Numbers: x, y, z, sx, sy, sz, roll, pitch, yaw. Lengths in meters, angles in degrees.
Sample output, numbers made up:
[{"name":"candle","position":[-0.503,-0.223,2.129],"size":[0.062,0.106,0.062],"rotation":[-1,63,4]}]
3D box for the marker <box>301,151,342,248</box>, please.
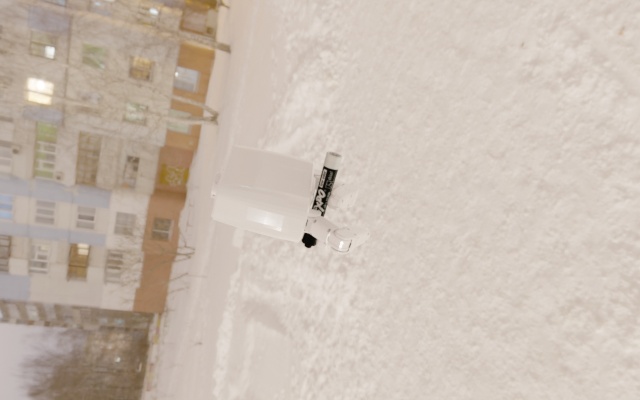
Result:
[{"name":"marker","position":[0.000,0.002,0.562],"size":[0.020,0.121,0.020],"rotation":[14,21,-5]}]
